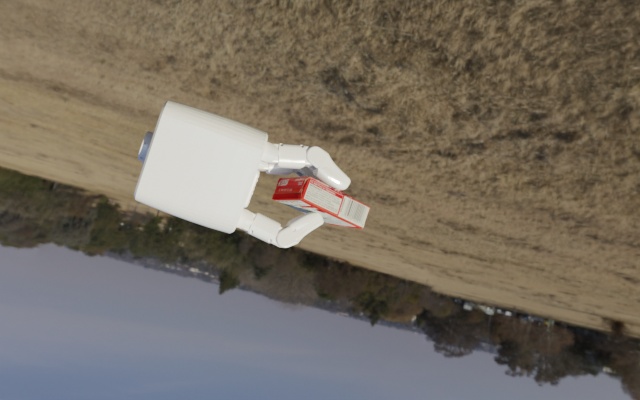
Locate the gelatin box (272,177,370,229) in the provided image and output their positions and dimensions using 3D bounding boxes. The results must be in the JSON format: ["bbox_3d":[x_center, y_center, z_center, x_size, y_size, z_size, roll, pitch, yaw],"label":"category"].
[{"bbox_3d":[0.000,0.002,0.544,0.089,0.030,0.073,26,-11,-27],"label":"gelatin box"}]
